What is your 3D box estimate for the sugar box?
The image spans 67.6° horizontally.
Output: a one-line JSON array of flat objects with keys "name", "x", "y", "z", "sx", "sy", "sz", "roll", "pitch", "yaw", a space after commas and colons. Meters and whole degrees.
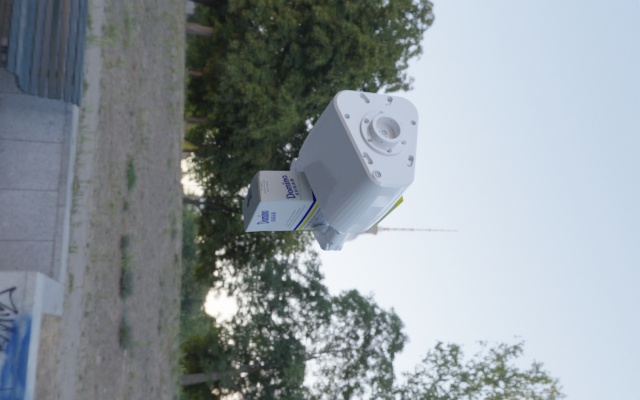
[{"name": "sugar box", "x": 0.000, "y": 0.001, "z": 0.582, "sx": 0.176, "sy": 0.048, "sz": 0.093, "roll": 2, "pitch": -26, "yaw": -20}]
